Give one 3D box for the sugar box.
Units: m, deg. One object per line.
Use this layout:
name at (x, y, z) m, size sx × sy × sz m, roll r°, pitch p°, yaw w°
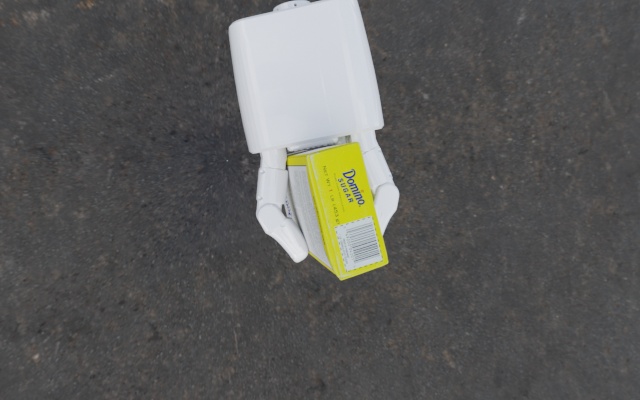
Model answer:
sugar box at (0.001, 0.001, 0.415) m, size 0.048 × 0.093 × 0.176 m, roll -15°, pitch 8°, yaw -9°
